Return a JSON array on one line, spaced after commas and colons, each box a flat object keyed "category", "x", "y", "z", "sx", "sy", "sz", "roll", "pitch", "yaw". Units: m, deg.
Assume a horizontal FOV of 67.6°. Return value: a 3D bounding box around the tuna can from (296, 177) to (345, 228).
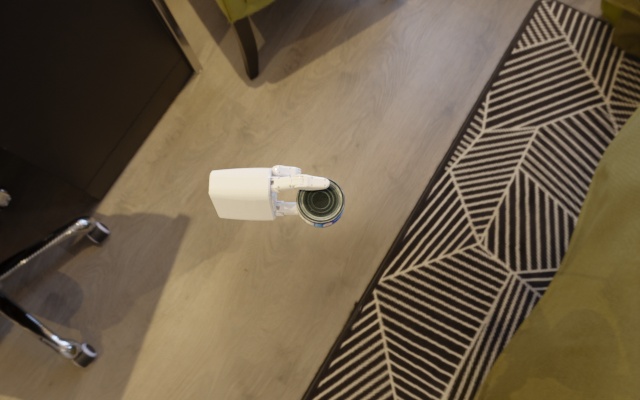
[{"category": "tuna can", "x": 0.000, "y": 0.003, "z": 0.833, "sx": 0.086, "sy": 0.086, "sz": 0.034, "roll": 0, "pitch": -16, "yaw": -1}]
